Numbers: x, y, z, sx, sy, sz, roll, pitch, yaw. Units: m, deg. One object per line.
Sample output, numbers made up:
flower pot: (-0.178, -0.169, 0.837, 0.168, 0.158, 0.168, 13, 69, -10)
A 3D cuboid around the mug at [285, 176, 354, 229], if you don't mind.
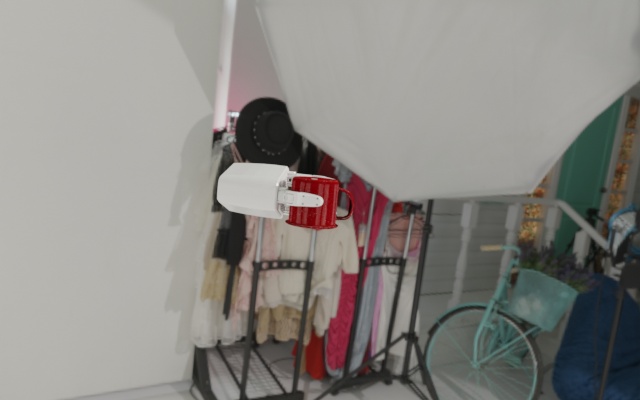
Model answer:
mug: (0.002, 0.003, 0.828, 0.117, 0.081, 0.093, 6, 6, 3)
